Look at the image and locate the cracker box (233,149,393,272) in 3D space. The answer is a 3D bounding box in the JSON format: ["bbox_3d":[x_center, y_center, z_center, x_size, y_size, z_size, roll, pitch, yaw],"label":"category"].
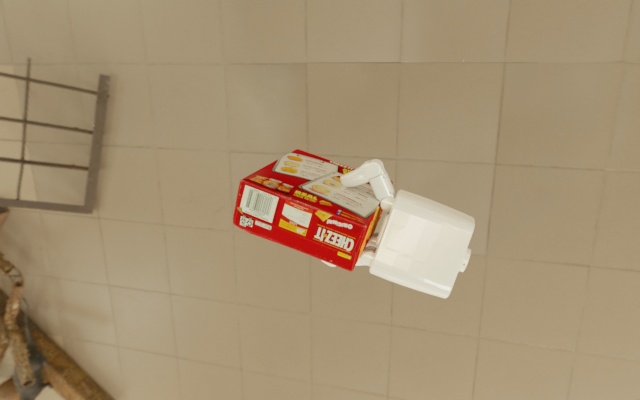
[{"bbox_3d":[0.000,0.002,0.661,0.164,0.072,0.213,20,20,10],"label":"cracker box"}]
